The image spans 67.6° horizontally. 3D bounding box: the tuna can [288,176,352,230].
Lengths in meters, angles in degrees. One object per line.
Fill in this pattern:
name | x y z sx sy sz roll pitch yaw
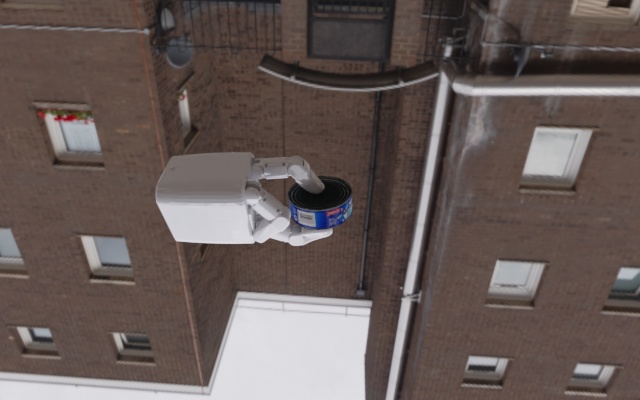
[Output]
tuna can | 0.000 0.003 0.641 0.086 0.034 0.086 -3 33 2
